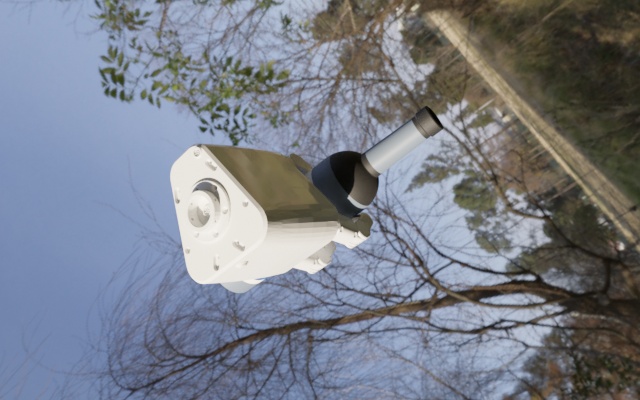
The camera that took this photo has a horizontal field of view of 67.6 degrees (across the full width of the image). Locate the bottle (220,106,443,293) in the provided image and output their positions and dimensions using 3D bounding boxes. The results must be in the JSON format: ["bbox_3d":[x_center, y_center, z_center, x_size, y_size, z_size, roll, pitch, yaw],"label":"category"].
[{"bbox_3d":[0.000,0.002,0.508,0.296,0.069,0.069,-37,-18,25],"label":"bottle"}]
